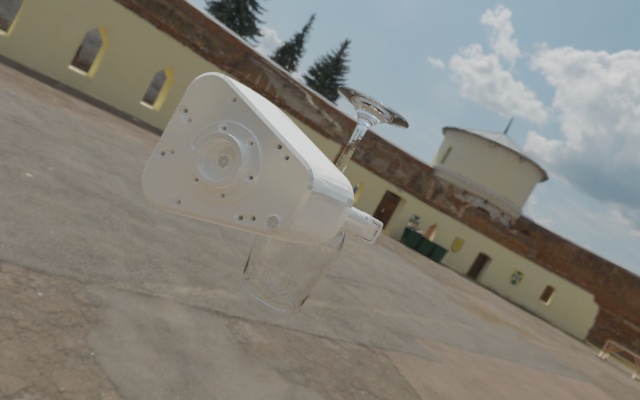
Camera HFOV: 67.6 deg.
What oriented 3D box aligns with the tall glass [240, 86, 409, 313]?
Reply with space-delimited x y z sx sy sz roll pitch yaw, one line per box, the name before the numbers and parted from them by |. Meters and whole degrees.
tall glass | 0.000 0.001 0.440 0.079 0.201 0.079 29 3 -1
